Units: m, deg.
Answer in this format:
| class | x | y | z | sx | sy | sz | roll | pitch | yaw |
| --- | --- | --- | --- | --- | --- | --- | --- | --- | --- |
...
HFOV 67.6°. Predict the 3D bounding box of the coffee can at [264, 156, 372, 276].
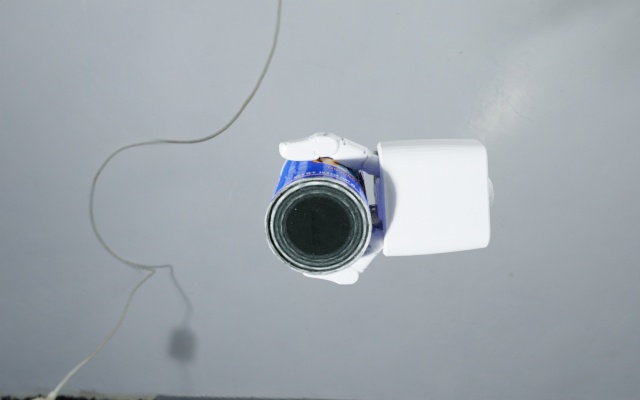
| class | x | y | z | sx | sy | sz | roll | pitch | yaw |
| --- | --- | --- | --- | --- | --- | --- | --- | --- | --- |
| coffee can | 0.000 | 0.002 | 0.515 | 0.103 | 0.103 | 0.140 | 0 | 21 | 2 |
